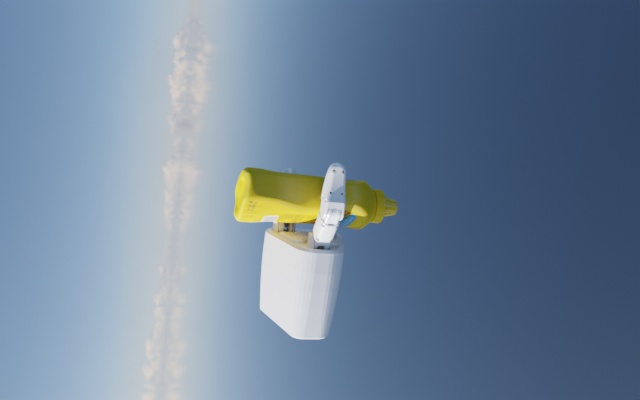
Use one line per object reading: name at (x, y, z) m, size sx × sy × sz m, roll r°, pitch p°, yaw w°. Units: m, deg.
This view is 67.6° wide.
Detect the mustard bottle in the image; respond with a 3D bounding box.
mustard bottle at (0.000, 0.001, 0.558) m, size 0.191 × 0.058 × 0.096 m, roll 5°, pitch -16°, yaw -17°
